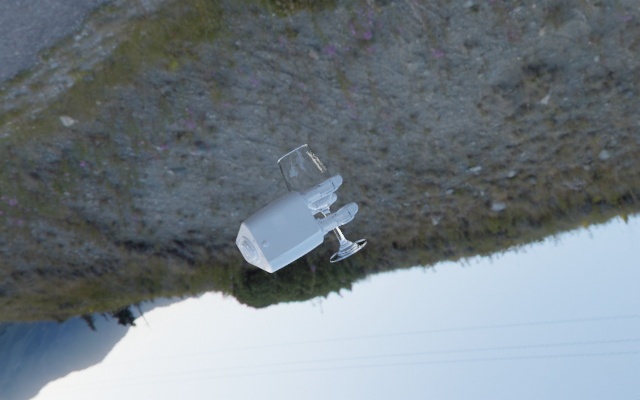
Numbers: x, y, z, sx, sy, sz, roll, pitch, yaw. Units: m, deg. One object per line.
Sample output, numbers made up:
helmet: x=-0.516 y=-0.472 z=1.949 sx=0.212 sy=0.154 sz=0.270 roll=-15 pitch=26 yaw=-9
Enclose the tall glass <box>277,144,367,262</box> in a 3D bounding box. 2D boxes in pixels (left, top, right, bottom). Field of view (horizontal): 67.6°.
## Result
tall glass: x=0.001 y=0.003 z=0.833 sx=0.079 sy=0.201 sz=0.079 roll=-29 pitch=4 yaw=2
